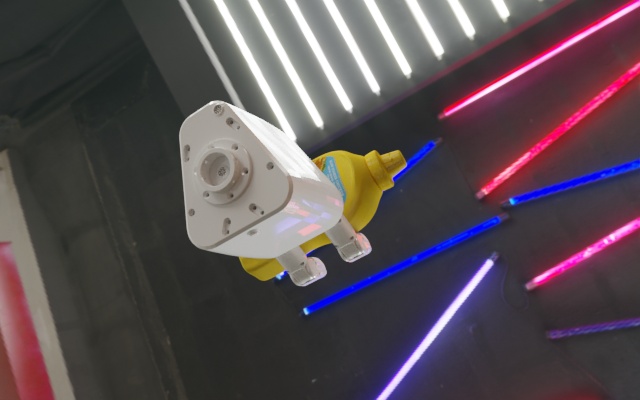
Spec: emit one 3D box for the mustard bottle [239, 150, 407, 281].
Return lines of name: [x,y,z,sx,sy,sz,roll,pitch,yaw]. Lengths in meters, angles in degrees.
mustard bottle: [0.000,0.002,0.496,0.191,0.096,0.058,-29,-42,15]
